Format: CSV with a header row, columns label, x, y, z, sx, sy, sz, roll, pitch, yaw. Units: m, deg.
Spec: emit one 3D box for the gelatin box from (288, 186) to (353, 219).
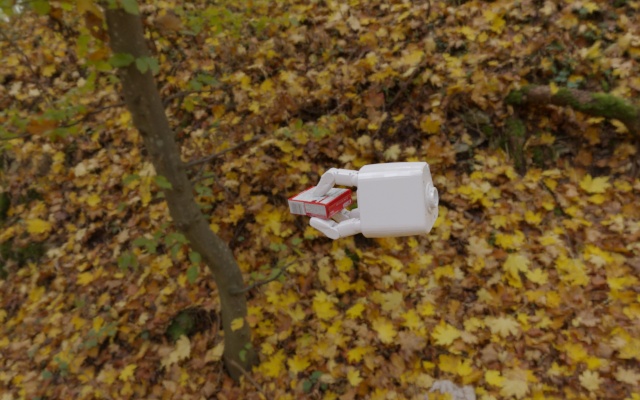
label,x,y,z,sx,sy,sz,roll,pitch,yaw
gelatin box,0.000,0.002,0.839,0.089,0.030,0.073,7,25,38
